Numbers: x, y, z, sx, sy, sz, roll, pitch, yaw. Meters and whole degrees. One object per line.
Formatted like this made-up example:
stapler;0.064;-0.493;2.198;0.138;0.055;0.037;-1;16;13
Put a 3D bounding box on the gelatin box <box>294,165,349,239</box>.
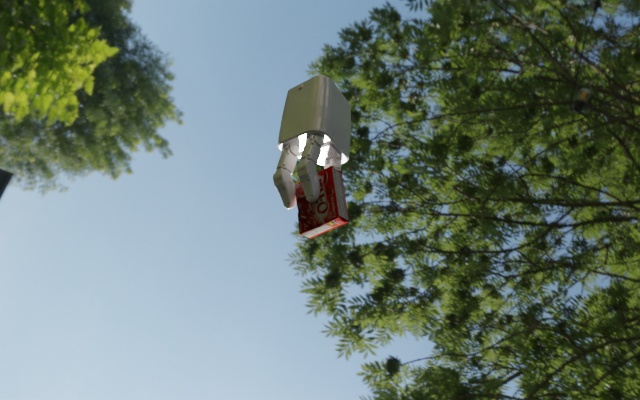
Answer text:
gelatin box;0.000;0.003;0.709;0.073;0.089;0.030;-25;-33;30
